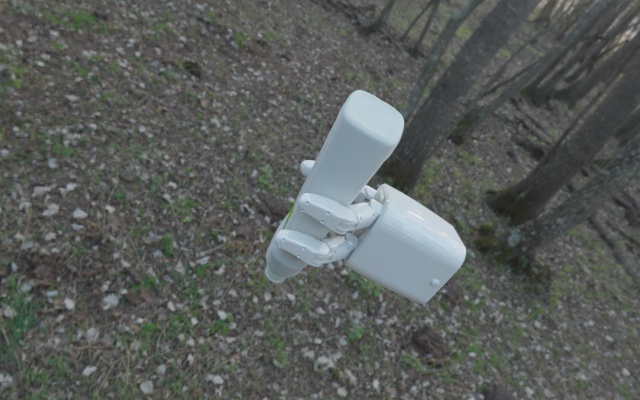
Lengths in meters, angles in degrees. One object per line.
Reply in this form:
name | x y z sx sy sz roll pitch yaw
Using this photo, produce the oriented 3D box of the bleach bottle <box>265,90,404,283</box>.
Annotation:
bleach bottle | 0.000 0.002 0.553 0.068 0.251 0.102 31 33 -3
